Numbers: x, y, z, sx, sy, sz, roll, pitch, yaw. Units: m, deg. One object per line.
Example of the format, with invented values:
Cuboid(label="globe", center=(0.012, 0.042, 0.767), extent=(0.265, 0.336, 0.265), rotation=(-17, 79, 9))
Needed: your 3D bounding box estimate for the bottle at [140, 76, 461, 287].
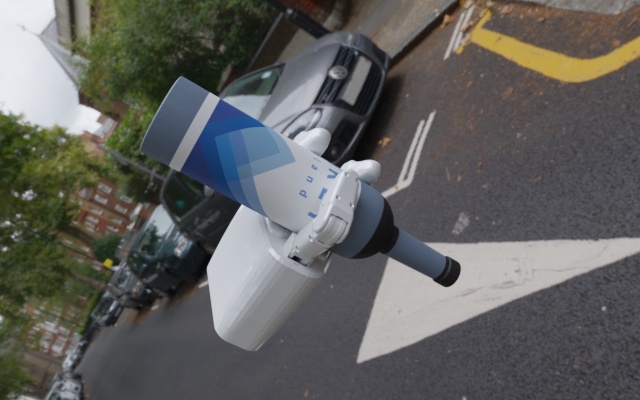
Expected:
Cuboid(label="bottle", center=(0.000, 0.001, 0.410), extent=(0.296, 0.069, 0.069), rotation=(29, -9, -16))
